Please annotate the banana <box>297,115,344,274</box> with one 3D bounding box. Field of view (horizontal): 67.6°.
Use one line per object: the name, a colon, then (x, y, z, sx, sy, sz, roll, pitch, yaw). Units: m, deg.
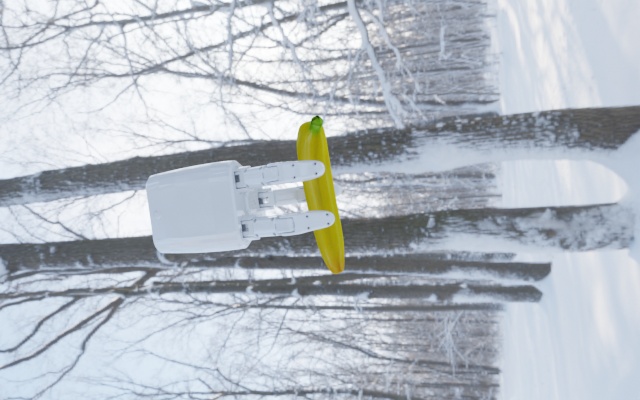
banana: (-0.001, -0.010, 0.552, 0.037, 0.198, 0.069, -9, 27, 2)
